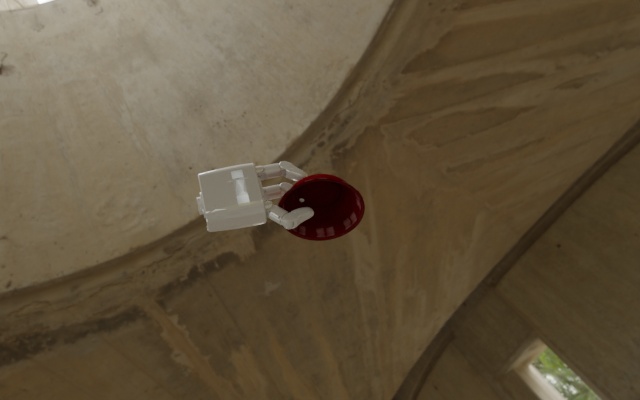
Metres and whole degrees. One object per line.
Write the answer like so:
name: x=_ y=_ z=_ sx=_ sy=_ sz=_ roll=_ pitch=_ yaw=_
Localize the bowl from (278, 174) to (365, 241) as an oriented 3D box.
bowl: x=0.001 y=0.003 z=0.896 sx=0.162 sy=0.162 sz=0.055 roll=0 pitch=44 yaw=-4
